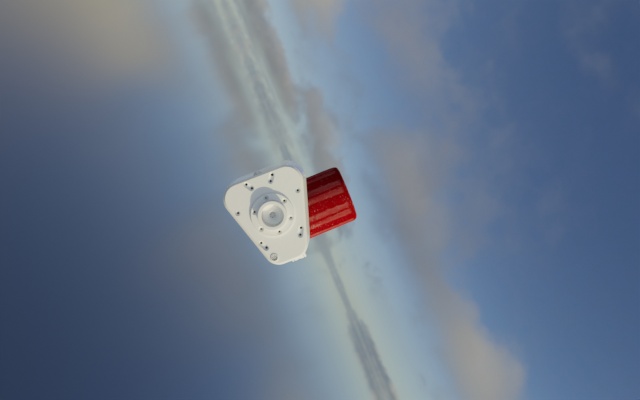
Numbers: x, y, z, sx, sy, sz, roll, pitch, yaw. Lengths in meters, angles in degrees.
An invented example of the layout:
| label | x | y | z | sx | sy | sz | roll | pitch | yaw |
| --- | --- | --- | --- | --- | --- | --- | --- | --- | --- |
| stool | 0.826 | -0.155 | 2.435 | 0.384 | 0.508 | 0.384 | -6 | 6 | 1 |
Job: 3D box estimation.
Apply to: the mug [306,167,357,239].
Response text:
| label | x | y | z | sx | sy | sz | roll | pitch | yaw |
| --- | --- | --- | --- | --- | --- | --- | --- | --- | --- |
| mug | 0.000 | 0.002 | 0.692 | 0.081 | 0.093 | 0.117 | -22 | 7 | 0 |
